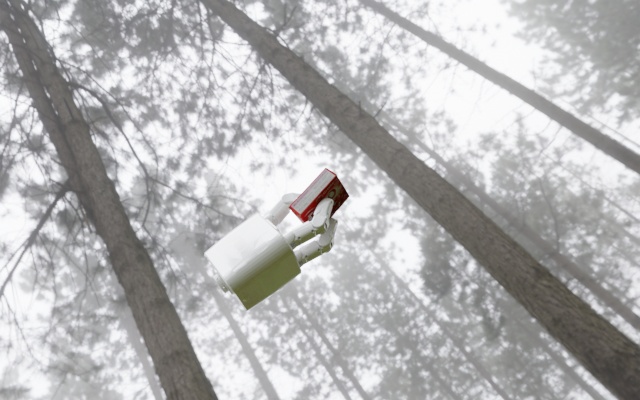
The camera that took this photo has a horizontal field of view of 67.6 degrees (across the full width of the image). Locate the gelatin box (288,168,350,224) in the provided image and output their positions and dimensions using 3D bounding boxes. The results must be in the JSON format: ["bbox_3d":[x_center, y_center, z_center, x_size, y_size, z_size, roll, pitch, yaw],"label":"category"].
[{"bbox_3d":[0.000,0.002,0.762,0.030,0.089,0.073,37,-9,33],"label":"gelatin box"}]
